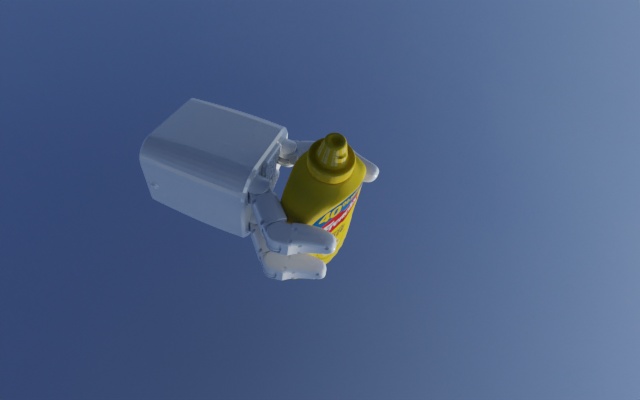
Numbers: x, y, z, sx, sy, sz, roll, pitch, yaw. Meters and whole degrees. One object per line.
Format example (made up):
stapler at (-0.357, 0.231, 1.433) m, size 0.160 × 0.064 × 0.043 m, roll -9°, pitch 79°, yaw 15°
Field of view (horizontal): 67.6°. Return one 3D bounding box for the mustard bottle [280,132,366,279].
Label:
mustard bottle at (0.000, 0.002, 0.461) m, size 0.096 × 0.058 × 0.192 m, roll -39°, pitch -19°, yaw -27°
